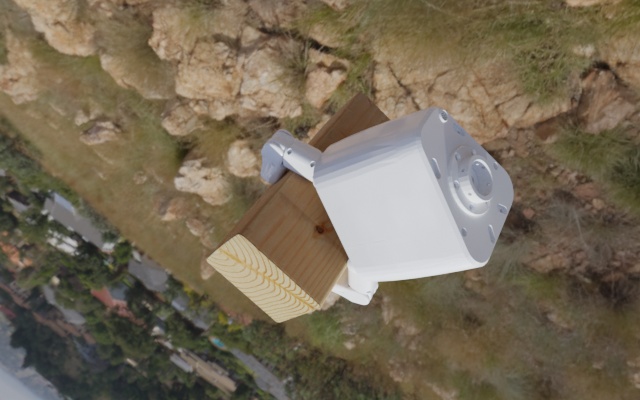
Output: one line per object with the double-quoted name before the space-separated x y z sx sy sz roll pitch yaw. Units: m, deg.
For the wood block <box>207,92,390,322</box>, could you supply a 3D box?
"wood block" 0.000 0.001 0.459 0.206 0.091 0.090 -52 10 -35
